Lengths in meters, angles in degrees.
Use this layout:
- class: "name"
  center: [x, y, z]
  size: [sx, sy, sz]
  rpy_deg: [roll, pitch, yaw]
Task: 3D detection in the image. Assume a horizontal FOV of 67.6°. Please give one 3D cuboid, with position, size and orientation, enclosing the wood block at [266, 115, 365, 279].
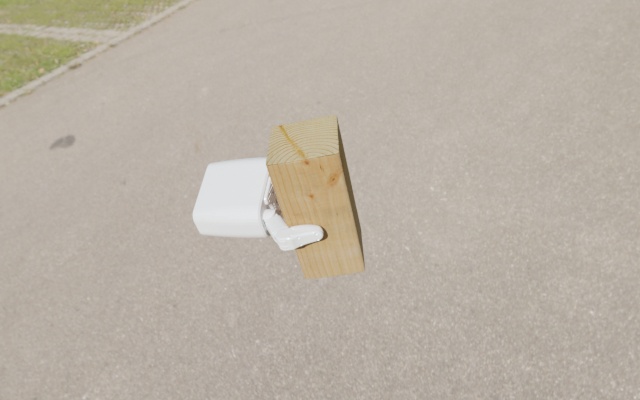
- class: "wood block"
  center: [0.000, 0.002, 0.649]
  size: [0.090, 0.206, 0.090]
  rpy_deg: [-9, 39, 8]
